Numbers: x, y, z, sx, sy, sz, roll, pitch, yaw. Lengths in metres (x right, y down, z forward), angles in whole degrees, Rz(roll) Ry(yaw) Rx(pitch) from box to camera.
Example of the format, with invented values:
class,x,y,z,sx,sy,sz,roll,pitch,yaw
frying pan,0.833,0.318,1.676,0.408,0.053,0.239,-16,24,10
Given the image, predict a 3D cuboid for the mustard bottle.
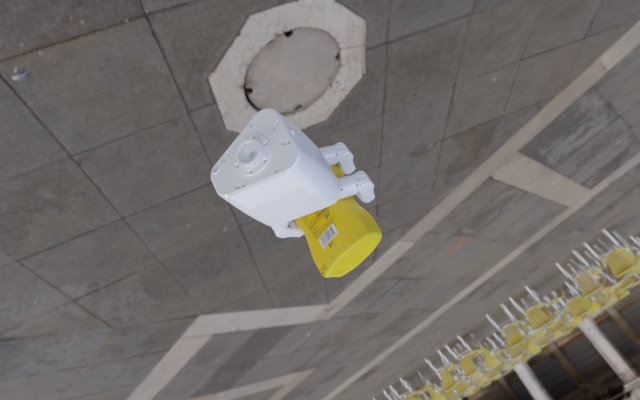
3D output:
class,x,y,z,sx,sy,sz,roll,pitch,yaw
mustard bottle,0.000,0.002,0.648,0.058,0.191,0.096,5,-45,-45
